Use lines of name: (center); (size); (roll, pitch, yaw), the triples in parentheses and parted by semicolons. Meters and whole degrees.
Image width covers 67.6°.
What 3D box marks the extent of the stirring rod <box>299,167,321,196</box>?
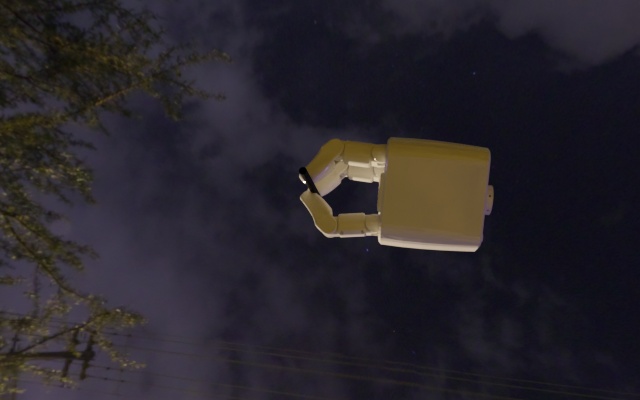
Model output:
stirring rod: (0.000, 0.002, 0.587); (0.011, 0.011, 0.239); (0, -15, 9)
